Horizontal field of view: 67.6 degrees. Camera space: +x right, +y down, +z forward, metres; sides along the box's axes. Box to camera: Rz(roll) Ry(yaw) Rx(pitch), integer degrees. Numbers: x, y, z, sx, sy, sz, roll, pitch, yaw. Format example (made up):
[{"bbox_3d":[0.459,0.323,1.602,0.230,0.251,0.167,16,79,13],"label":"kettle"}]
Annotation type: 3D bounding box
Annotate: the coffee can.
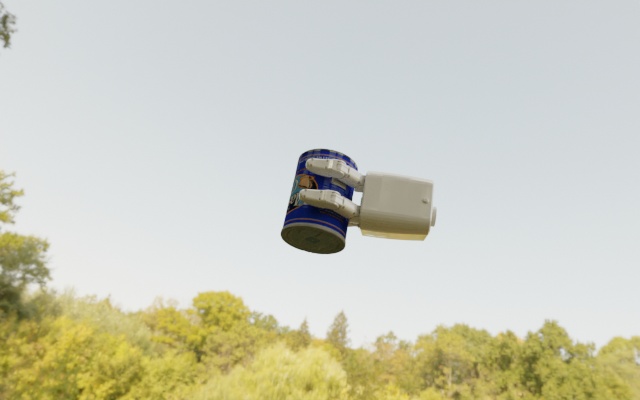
[{"bbox_3d":[0.000,0.003,0.770,0.103,0.140,0.103,9,-27,5],"label":"coffee can"}]
